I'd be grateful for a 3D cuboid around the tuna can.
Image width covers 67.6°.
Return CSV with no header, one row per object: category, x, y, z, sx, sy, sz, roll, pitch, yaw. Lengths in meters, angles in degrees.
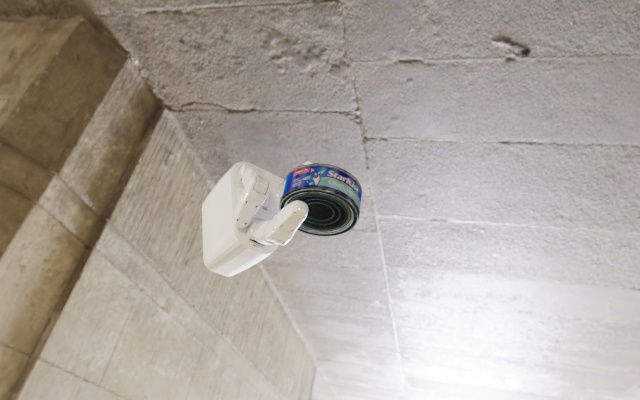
tuna can,0.000,0.002,0.503,0.086,0.033,0.086,6,-37,5
